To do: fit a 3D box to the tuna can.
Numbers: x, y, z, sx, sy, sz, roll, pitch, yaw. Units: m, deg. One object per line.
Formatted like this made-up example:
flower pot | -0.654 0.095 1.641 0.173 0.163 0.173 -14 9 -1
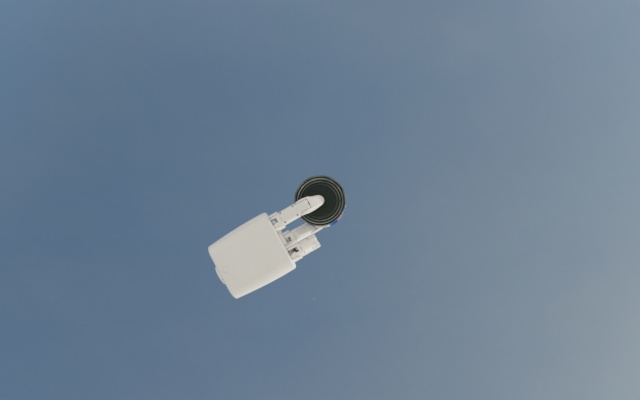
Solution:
tuna can | 0.000 0.003 0.801 0.086 0.086 0.034 0 -9 4
